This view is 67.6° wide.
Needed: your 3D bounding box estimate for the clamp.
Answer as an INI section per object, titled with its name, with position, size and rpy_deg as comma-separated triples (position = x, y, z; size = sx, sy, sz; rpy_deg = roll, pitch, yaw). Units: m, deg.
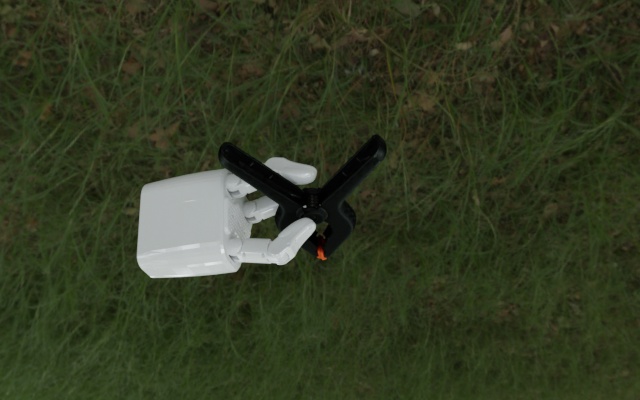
[clamp]
position = 0.000, 0.003, 0.530
size = 0.164, 0.036, 0.210
rpy_deg = -5, -37, 13
